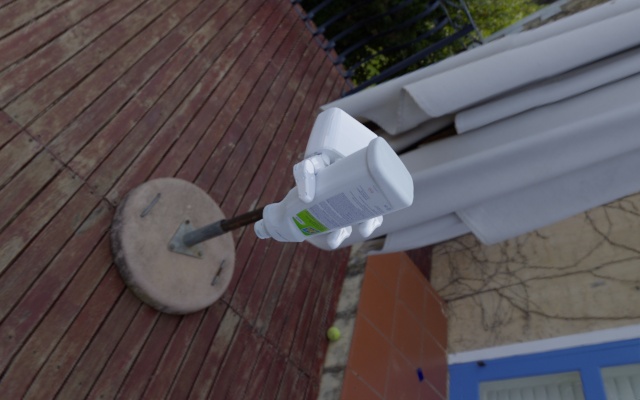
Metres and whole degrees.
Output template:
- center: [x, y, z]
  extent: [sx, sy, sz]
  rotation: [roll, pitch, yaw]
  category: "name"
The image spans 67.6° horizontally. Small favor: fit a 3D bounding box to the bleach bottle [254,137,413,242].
- center: [0.000, 0.002, 0.685]
  extent: [0.251, 0.068, 0.103]
  rotation: [-22, -51, 31]
  category: "bleach bottle"
